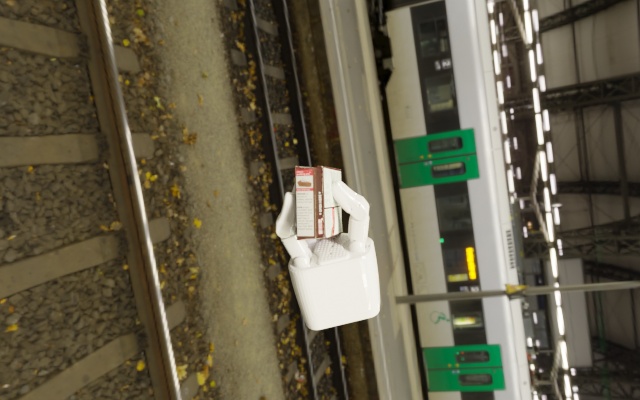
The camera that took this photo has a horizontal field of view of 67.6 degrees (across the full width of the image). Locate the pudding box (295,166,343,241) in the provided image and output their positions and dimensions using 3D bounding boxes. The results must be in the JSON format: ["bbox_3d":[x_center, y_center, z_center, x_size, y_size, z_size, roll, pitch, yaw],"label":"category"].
[{"bbox_3d":[0.000,0.002,0.613,0.039,0.090,0.113,-2,0,12],"label":"pudding box"}]
